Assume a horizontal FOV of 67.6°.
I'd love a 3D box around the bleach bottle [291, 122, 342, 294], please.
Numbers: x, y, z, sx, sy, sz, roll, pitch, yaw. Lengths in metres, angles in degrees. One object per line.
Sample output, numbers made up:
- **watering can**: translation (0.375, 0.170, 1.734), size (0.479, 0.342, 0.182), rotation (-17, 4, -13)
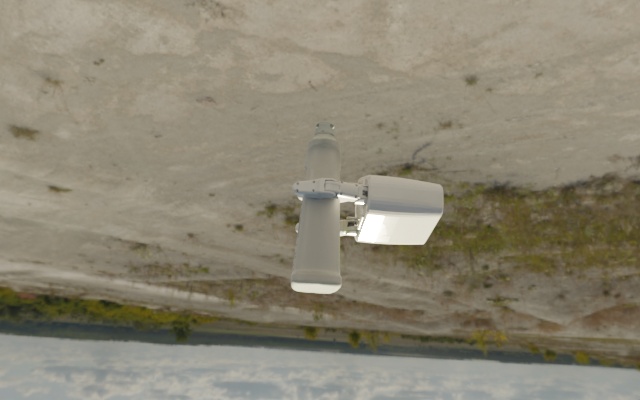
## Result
- **bleach bottle**: translation (0.000, 0.002, 0.688), size (0.068, 0.250, 0.102), rotation (5, -17, -4)
